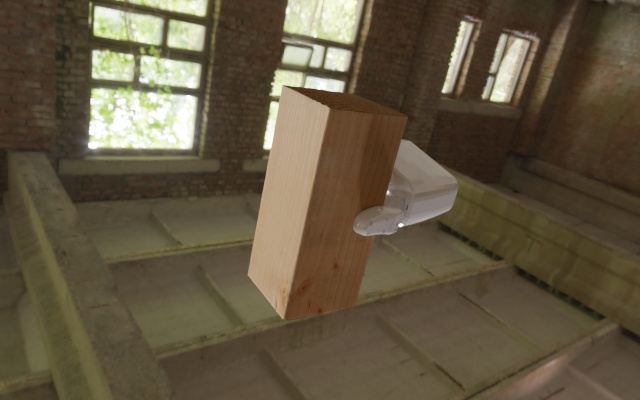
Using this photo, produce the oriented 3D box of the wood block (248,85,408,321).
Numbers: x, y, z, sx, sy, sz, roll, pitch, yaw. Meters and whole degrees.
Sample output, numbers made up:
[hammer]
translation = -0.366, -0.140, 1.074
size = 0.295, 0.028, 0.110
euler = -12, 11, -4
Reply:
[wood block]
translation = 0.001, 0.002, 0.473
size = 0.090, 0.206, 0.090
euler = -2, 24, -35
